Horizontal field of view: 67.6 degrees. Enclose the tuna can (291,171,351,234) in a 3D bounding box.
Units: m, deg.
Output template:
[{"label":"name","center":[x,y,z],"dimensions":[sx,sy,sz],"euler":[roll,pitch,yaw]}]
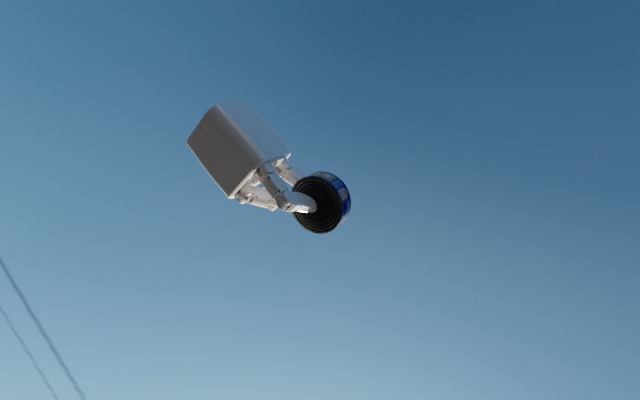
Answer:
[{"label":"tuna can","center":[0.000,0.002,0.688],"dimensions":[0.086,0.086,0.033],"euler":[0,18,31]}]
